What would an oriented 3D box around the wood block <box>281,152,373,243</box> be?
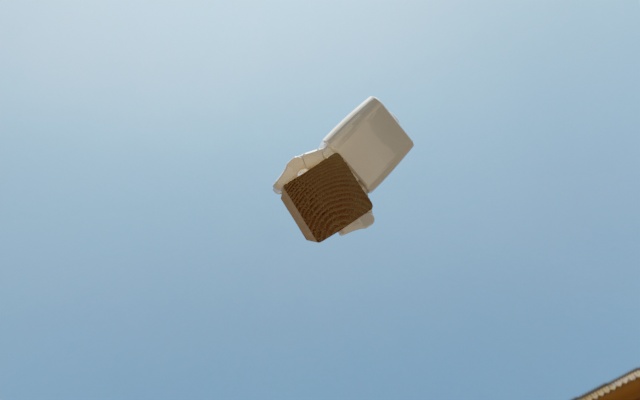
[{"bbox_3d":[0.001,0.002,0.721,0.090,0.091,0.206,-33,0,-7],"label":"wood block"}]
